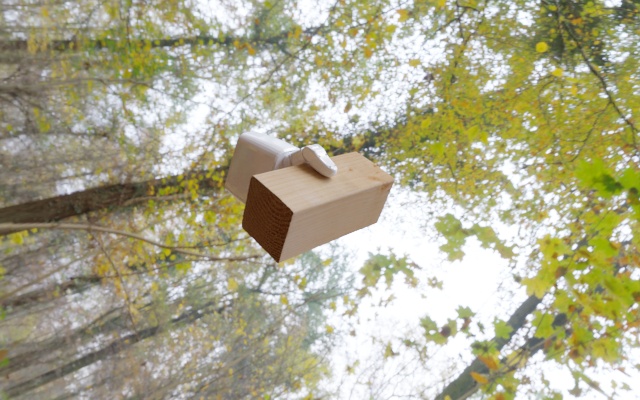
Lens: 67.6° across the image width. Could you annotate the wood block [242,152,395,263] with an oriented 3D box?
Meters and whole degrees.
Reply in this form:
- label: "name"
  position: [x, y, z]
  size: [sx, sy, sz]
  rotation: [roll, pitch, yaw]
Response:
- label: "wood block"
  position: [0.000, 0.002, 0.695]
  size: [0.206, 0.091, 0.090]
  rotation: [-18, 47, -42]
